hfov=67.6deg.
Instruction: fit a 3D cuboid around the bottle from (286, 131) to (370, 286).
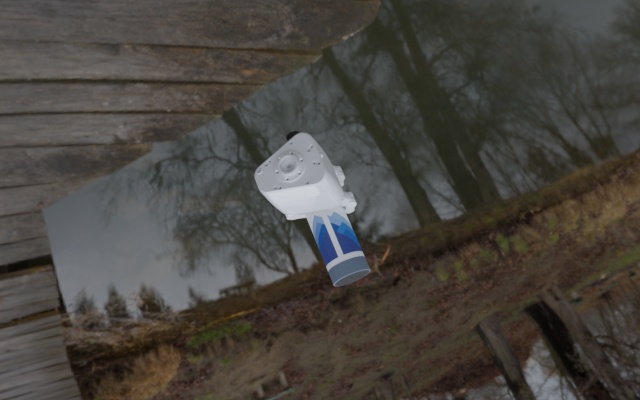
[{"bbox_3d":[0.000,0.003,0.846,0.069,0.295,0.069,-19,-22,-8],"label":"bottle"}]
